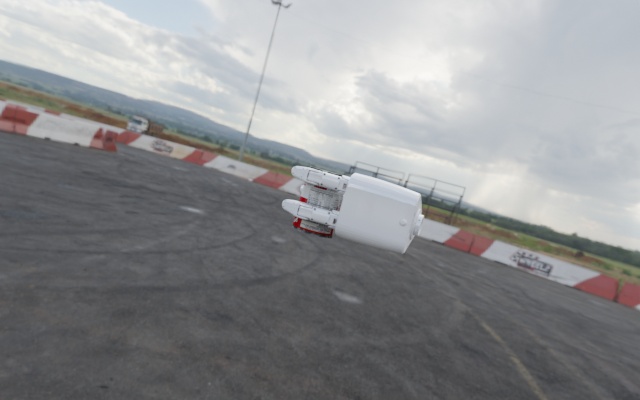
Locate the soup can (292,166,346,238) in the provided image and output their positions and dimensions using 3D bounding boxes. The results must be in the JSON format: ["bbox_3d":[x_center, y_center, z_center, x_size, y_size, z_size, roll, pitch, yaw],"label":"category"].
[{"bbox_3d":[0.000,0.002,0.766,0.068,0.102,0.068,16,4,-1],"label":"soup can"}]
